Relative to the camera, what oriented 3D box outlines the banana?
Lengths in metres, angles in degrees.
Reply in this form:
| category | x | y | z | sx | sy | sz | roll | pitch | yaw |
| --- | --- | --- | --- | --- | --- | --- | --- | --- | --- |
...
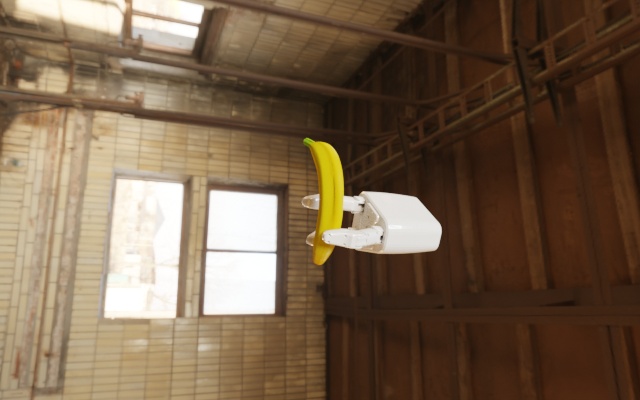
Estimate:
| category | x | y | z | sx | sy | sz | roll | pitch | yaw |
| --- | --- | --- | --- | --- | --- | --- | --- | --- | --- |
| banana | 0.008 | -0.004 | 0.714 | 0.037 | 0.197 | 0.069 | 1 | -9 | -27 |
